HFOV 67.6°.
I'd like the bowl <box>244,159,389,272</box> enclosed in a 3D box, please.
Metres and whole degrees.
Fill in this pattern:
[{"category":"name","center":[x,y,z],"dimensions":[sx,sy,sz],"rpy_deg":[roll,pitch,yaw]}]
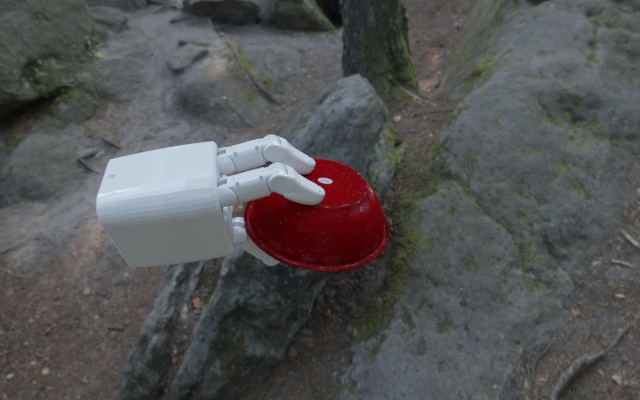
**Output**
[{"category":"bowl","center":[0.001,0.001,0.512],"dimensions":[0.162,0.055,0.162],"rpy_deg":[7,35,-5]}]
